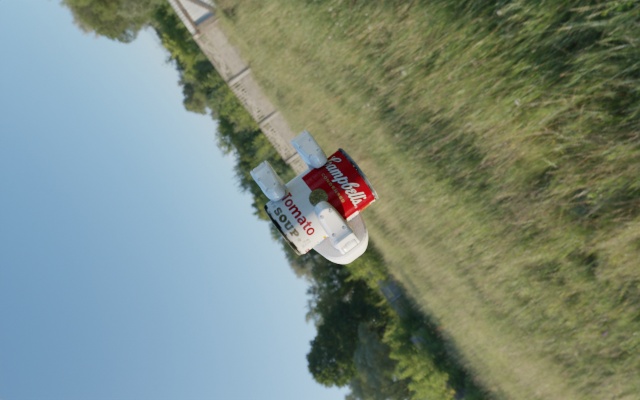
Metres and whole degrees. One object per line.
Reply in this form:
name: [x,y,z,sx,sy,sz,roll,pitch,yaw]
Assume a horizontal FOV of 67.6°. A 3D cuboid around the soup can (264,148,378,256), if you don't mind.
soup can: [0.000,0.002,0.503,0.102,0.068,0.068,-37,1,-1]
